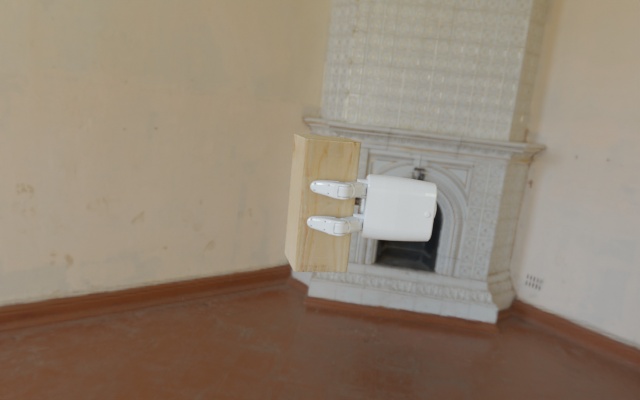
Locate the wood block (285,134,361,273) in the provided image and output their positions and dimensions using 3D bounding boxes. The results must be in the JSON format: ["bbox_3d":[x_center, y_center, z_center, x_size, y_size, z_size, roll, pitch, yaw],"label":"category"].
[{"bbox_3d":[0.000,0.002,0.765,0.090,0.206,0.091,3,12,-14],"label":"wood block"}]
